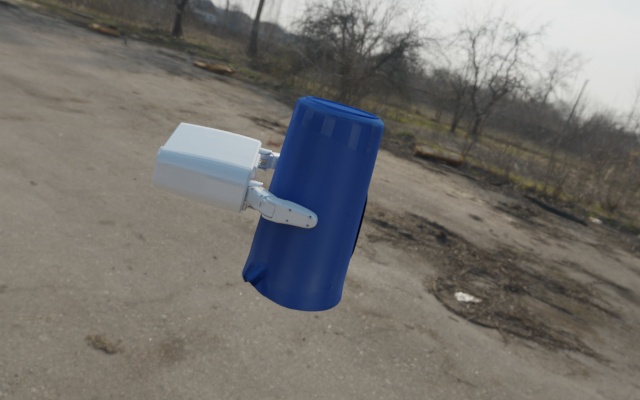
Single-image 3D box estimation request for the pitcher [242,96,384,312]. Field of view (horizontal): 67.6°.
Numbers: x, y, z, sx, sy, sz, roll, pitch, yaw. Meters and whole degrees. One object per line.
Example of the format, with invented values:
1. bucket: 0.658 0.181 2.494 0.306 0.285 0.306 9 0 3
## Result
1. pitcher: 0.000 0.002 0.599 0.145 0.243 0.149 15 16 -5
